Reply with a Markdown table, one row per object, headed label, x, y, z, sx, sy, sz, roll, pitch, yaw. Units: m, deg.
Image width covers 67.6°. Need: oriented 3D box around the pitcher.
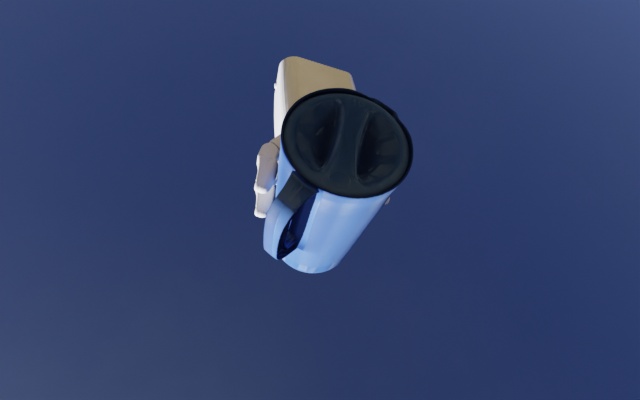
| label | x | y | z | sx | sy | sz | roll | pitch | yaw |
| --- | --- | --- | --- | --- | --- | --- | --- | --- | --- |
| pitcher | 0.000 | 0.002 | 0.559 | 0.149 | 0.145 | 0.243 | -1 | -29 | -13 |
